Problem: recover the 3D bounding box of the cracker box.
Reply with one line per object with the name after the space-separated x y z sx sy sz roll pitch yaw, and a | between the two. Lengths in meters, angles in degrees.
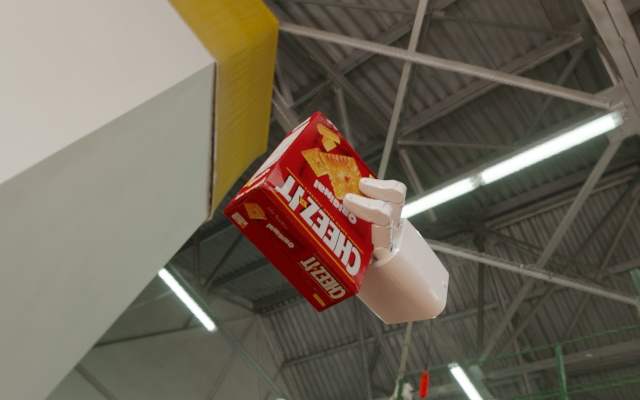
0.000 0.002 0.596 0.072 0.164 0.213 -33 16 33 | cracker box
